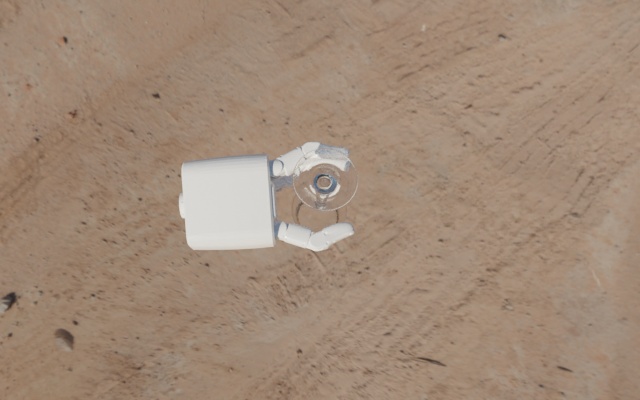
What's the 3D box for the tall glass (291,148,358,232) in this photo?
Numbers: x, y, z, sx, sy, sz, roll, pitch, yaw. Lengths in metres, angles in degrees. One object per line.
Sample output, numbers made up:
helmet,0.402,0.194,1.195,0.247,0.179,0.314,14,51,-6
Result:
tall glass,0.000,0.002,0.631,0.079,0.079,0.201,0,-15,-3
